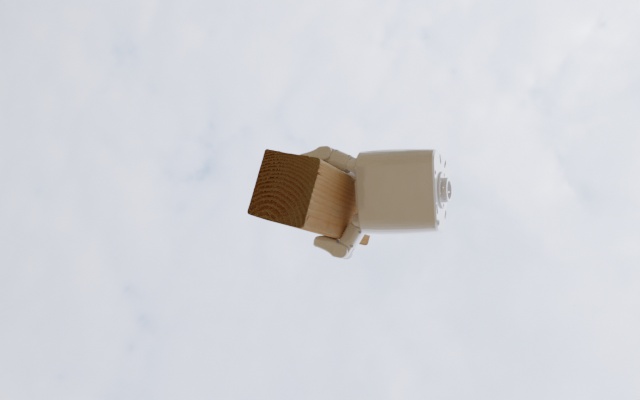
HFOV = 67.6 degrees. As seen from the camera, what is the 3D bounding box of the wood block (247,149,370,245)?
[{"bbox_3d":[0.000,0.003,0.684,0.090,0.091,0.206,13,-5,30],"label":"wood block"}]
